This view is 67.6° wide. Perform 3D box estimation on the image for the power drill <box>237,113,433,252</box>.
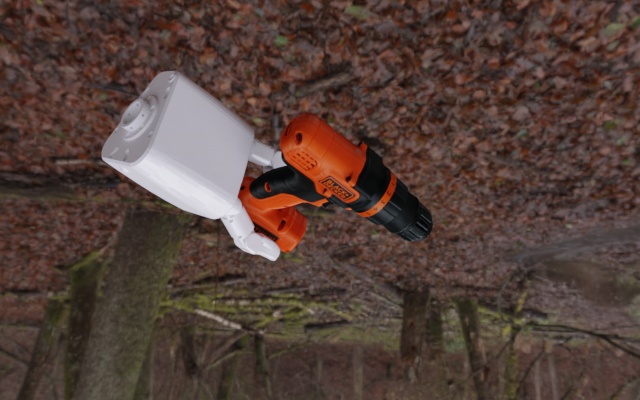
[{"bbox_3d":[0.000,0.002,0.506,0.184,0.057,0.188,37,-37,-24],"label":"power drill"}]
